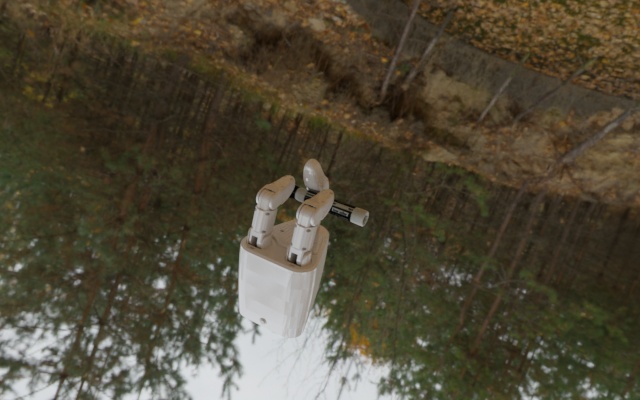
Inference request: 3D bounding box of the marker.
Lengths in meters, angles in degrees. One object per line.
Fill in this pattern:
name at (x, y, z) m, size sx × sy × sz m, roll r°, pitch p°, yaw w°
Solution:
marker at (0.000, 0.002, 0.575) m, size 0.121 × 0.020 × 0.020 m, roll 21°, pitch 8°, yaw 23°
